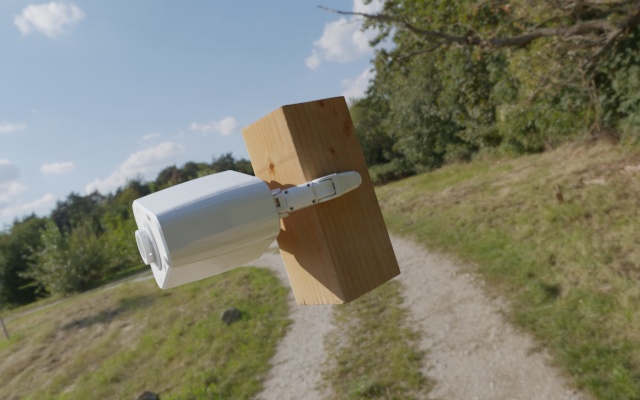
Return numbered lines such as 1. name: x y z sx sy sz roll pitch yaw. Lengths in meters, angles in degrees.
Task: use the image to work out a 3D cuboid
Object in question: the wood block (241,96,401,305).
1. wood block: 0.000 0.002 0.529 0.090 0.206 0.091 -19 2 -40
